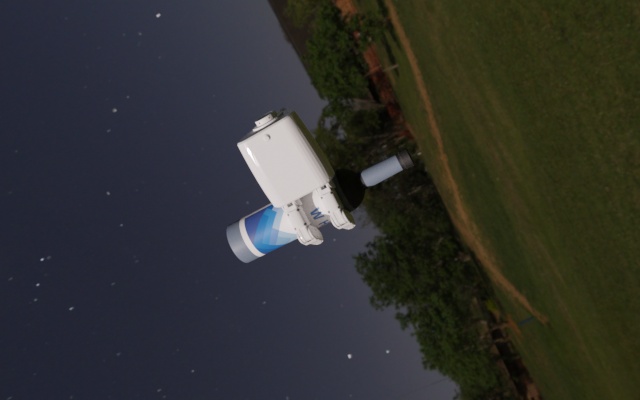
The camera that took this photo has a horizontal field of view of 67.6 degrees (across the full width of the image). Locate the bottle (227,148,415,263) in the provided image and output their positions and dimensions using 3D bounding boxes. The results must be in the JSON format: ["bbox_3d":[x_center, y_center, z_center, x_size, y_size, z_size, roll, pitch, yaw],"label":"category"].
[{"bbox_3d":[0.000,0.003,0.711,0.296,0.069,0.069,-27,-7,14],"label":"bottle"}]
